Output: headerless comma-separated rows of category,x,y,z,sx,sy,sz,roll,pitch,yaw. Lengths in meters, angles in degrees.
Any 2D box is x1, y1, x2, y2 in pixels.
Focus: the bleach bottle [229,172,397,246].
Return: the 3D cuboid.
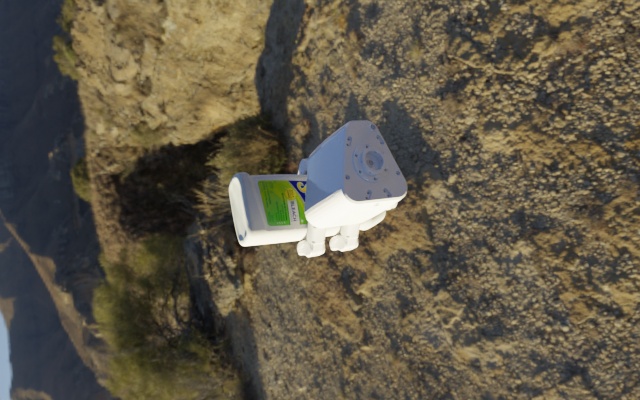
bleach bottle,0.000,0.002,0.701,0.251,0.102,0.068,-6,-14,-26
